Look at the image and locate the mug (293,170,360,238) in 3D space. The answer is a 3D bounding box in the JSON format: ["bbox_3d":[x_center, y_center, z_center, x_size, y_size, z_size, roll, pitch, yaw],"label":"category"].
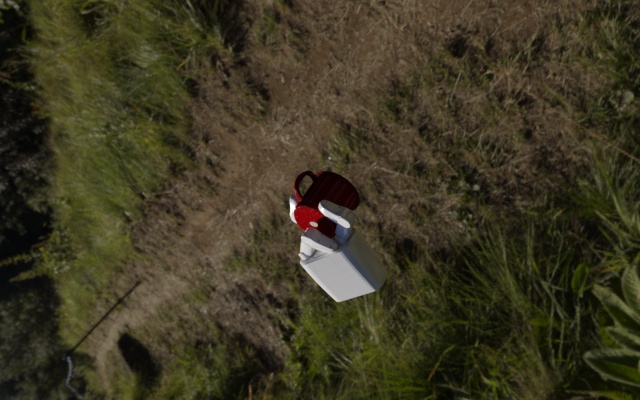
[{"bbox_3d":[-0.001,0.002,0.802,0.093,0.117,0.081,-16,31,48],"label":"mug"}]
